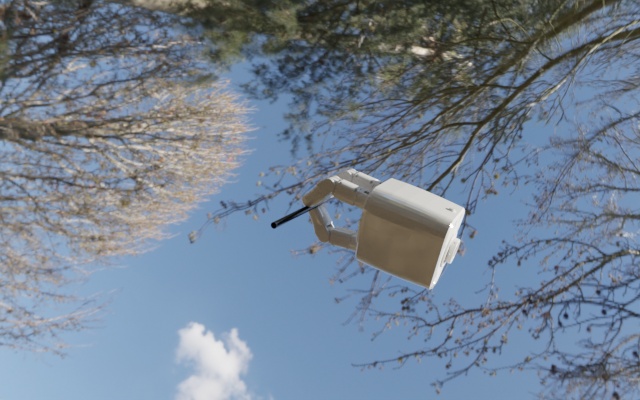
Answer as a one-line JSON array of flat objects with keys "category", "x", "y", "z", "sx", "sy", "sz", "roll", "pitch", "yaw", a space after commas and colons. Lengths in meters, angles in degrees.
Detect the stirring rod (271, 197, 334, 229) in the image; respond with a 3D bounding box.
[{"category": "stirring rod", "x": 0.000, "y": 0.002, "z": 0.661, "sx": 0.011, "sy": 0.011, "sz": 0.239, "roll": 0, "pitch": 13, "yaw": 28}]
